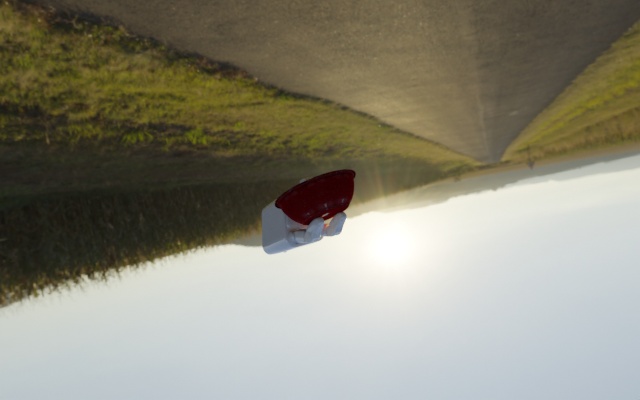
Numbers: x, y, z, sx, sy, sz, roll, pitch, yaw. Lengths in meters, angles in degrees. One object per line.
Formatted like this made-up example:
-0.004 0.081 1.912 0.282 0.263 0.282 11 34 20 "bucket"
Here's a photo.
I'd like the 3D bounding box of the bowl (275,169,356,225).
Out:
0.001 0.003 0.877 0.162 0.055 0.162 -21 -14 -5 "bowl"
